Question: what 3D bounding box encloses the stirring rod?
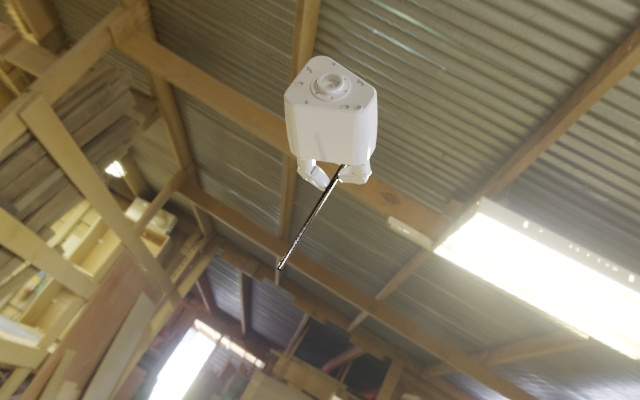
[{"bbox_3d":[0.000,0.002,0.708,0.011,0.239,0.011,25,-26,13],"label":"stirring rod"}]
